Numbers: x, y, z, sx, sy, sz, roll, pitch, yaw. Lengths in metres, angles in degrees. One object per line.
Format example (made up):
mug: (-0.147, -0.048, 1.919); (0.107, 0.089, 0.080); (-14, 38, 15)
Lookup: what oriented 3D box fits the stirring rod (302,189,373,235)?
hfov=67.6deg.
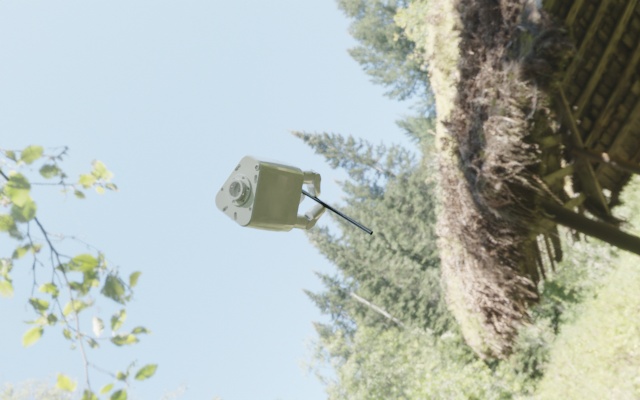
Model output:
stirring rod: (0.000, 0.003, 0.865); (0.239, 0.011, 0.011); (31, 18, 34)
